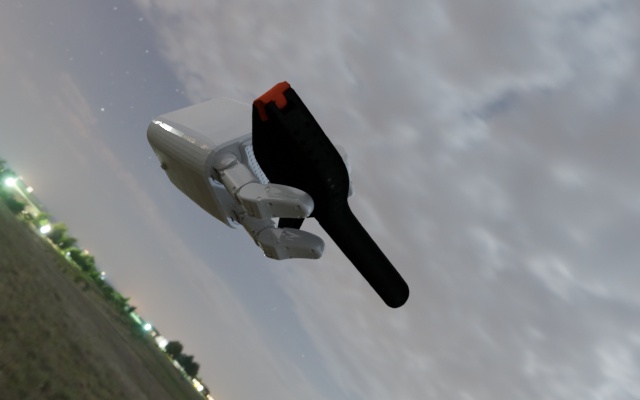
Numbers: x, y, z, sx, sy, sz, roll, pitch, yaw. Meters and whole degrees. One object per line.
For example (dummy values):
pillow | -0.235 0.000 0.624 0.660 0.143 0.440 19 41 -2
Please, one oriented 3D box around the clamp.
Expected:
clamp | 0.000 0.000 0.403 0.164 0.210 0.036 27 58 34
